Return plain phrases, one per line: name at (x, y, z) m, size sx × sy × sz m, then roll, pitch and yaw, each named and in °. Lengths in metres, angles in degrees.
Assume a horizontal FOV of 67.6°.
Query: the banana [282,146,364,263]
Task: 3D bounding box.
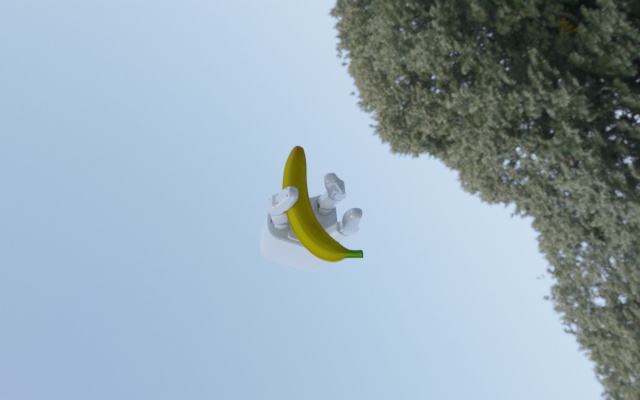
banana at (-0.015, 0.013, 0.673) m, size 0.069 × 0.197 × 0.037 m, roll -26°, pitch -22°, yaw -8°
